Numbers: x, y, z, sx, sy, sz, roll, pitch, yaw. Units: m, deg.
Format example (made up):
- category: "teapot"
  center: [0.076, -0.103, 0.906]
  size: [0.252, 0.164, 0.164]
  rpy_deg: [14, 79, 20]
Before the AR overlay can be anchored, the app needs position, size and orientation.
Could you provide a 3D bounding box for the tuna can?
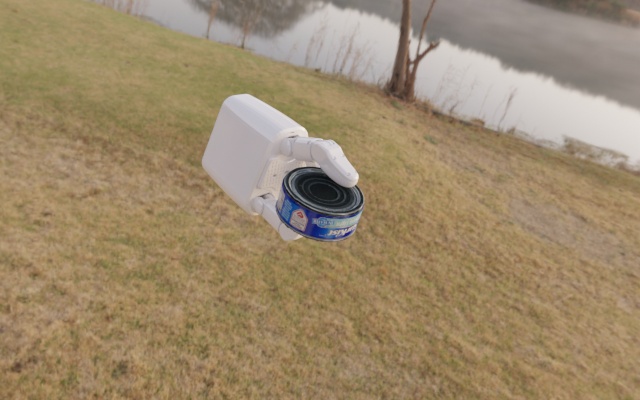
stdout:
- category: "tuna can"
  center: [0.000, 0.001, 0.478]
  size: [0.086, 0.034, 0.086]
  rpy_deg: [13, 33, -9]
